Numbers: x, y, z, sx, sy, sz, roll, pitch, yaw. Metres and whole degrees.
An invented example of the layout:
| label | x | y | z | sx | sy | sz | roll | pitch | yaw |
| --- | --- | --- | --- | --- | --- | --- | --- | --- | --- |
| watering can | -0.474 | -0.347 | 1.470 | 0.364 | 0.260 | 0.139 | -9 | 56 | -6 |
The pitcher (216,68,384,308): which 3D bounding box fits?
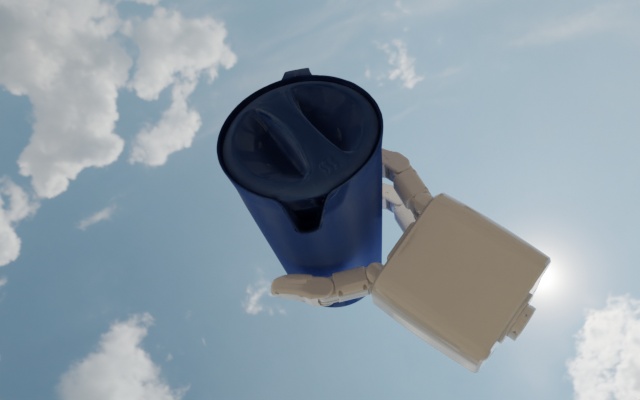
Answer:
| label | x | y | z | sx | sy | sz | roll | pitch | yaw |
| --- | --- | --- | --- | --- | --- | --- | --- | --- | --- |
| pitcher | 0.000 | 0.002 | 0.473 | 0.145 | 0.149 | 0.243 | 30 | -24 | 27 |
